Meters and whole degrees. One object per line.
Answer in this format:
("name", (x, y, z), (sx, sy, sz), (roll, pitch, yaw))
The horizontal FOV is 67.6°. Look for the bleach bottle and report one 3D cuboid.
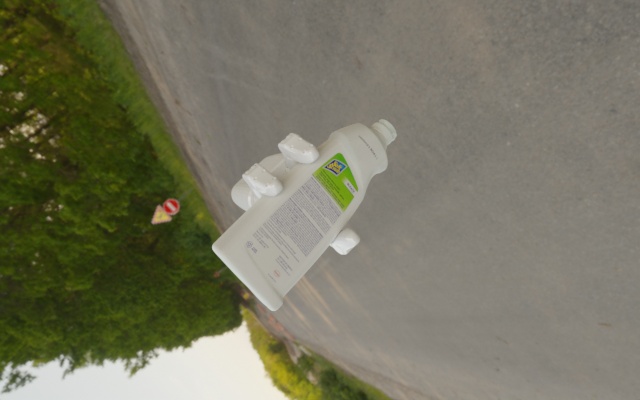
("bleach bottle", (0.000, 0.002, 0.553), (0.251, 0.102, 0.068), (-44, 19, -15))
